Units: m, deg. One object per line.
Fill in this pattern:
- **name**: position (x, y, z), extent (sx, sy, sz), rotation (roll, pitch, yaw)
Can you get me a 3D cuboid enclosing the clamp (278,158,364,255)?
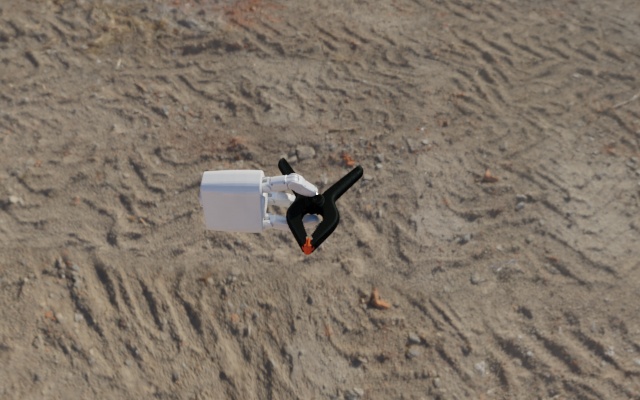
- **clamp**: position (0.000, 0.003, 0.865), extent (0.164, 0.209, 0.036), rotation (0, -39, 0)
